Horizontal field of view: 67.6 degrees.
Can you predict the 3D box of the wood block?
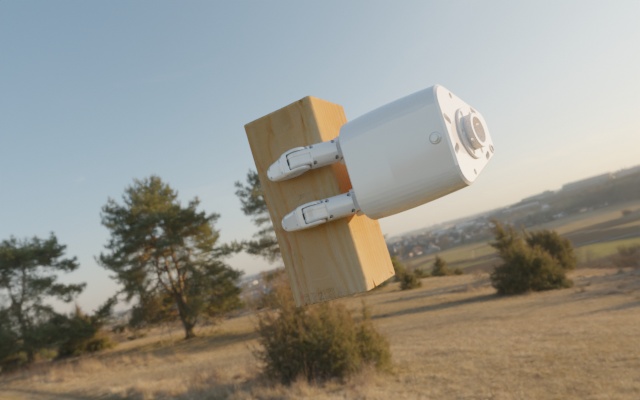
[{"bbox_3d":[0.001,0.001,0.535,0.090,0.206,0.091,-19,-6,26],"label":"wood block"}]
